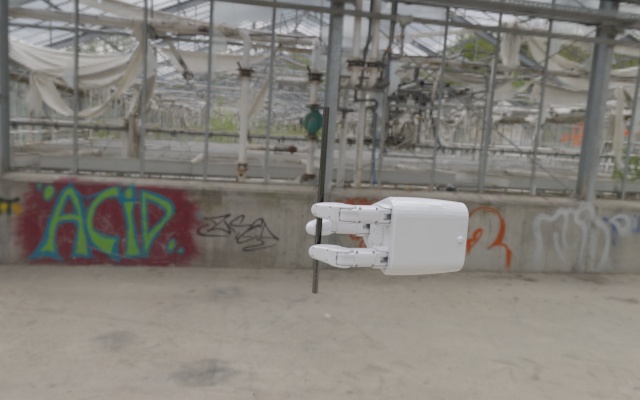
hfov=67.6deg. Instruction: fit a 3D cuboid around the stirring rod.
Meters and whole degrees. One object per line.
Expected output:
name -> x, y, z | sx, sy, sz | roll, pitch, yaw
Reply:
stirring rod -> 0.000, 0.002, 0.615 | 0.011, 0.239, 0.011 | 4, 7, 0
